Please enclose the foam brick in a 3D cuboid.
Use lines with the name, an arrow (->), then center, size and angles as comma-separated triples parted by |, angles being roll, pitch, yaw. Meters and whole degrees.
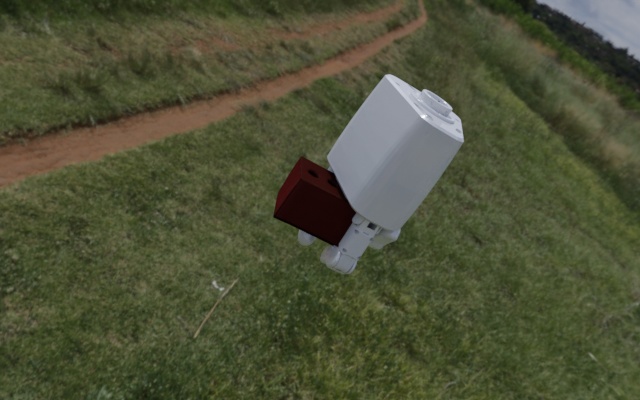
foam brick -> 0.000, 0.002, 0.479 | 0.078, 0.051, 0.053 | 26, 27, -16
